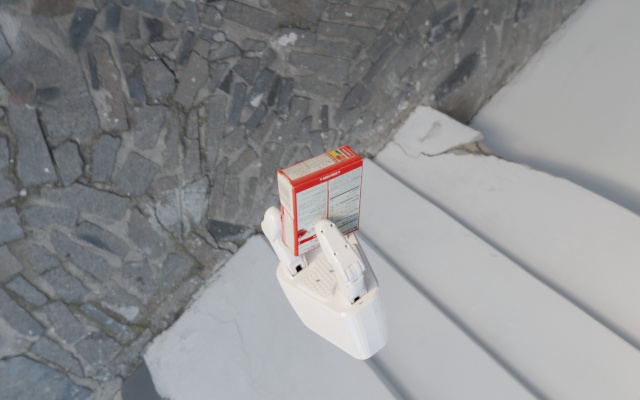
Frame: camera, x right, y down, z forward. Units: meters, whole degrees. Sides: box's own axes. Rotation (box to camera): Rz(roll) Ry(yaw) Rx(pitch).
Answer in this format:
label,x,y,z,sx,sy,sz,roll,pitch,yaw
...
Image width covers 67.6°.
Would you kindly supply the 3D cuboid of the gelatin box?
label,x,y,z,sx,sy,sz,roll,pitch,yaw
gelatin box,0.000,0.001,0.437,0.073,0.089,0.030,-23,47,-24
